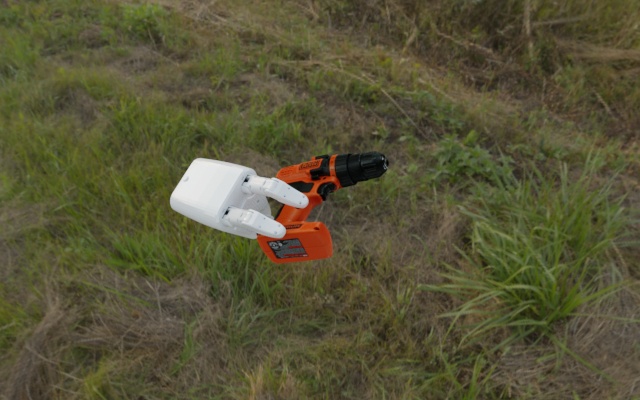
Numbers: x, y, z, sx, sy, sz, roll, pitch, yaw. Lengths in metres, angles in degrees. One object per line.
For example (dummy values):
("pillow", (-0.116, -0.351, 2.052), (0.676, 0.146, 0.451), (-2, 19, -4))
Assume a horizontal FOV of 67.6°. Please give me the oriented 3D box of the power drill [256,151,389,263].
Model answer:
("power drill", (0.000, 0.003, 0.689), (0.184, 0.057, 0.187), (-11, 35, 27))
